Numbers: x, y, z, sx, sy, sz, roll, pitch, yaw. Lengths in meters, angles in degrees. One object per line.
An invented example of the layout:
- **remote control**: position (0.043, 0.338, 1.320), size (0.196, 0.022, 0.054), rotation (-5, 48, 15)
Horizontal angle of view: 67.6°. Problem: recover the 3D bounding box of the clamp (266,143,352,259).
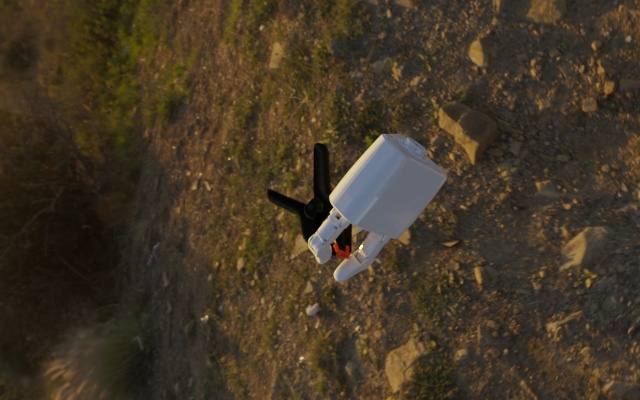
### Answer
- **clamp**: position (0.000, 0.002, 0.680), size (0.039, 0.120, 0.171), rotation (7, 36, -54)
